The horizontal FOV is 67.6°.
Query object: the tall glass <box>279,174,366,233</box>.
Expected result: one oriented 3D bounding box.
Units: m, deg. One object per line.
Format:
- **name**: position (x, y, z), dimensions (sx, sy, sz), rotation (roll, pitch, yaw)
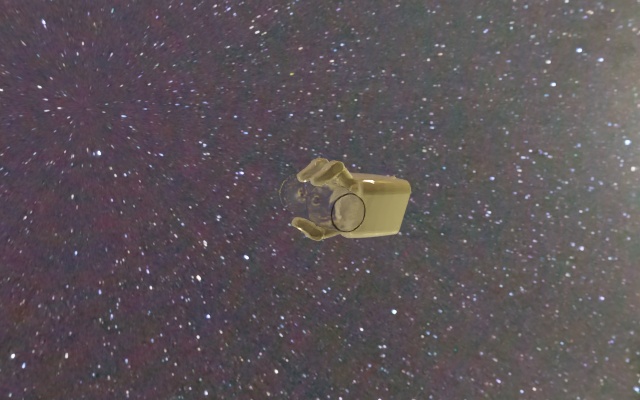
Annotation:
- **tall glass**: position (0.000, 0.003, 0.822), dimensions (0.079, 0.079, 0.201), rotation (0, 10, -26)
